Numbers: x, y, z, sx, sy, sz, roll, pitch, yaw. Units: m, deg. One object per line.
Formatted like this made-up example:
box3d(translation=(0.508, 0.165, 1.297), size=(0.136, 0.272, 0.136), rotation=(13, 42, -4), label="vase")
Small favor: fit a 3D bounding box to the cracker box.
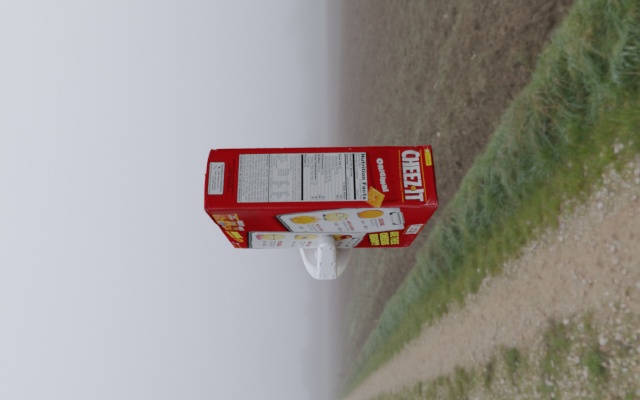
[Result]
box3d(translation=(0.000, 0.002, 0.511), size=(0.214, 0.072, 0.164), rotation=(-1, -18, 0), label="cracker box")
